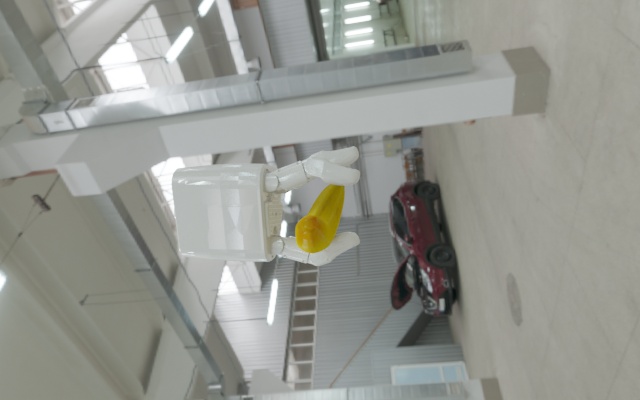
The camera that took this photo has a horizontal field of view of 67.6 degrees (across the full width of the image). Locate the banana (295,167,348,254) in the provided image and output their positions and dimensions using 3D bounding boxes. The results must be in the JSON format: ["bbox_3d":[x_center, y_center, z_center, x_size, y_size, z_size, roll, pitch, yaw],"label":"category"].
[{"bbox_3d":[0.000,0.018,0.518,0.037,0.070,0.197,7,20,8],"label":"banana"}]
